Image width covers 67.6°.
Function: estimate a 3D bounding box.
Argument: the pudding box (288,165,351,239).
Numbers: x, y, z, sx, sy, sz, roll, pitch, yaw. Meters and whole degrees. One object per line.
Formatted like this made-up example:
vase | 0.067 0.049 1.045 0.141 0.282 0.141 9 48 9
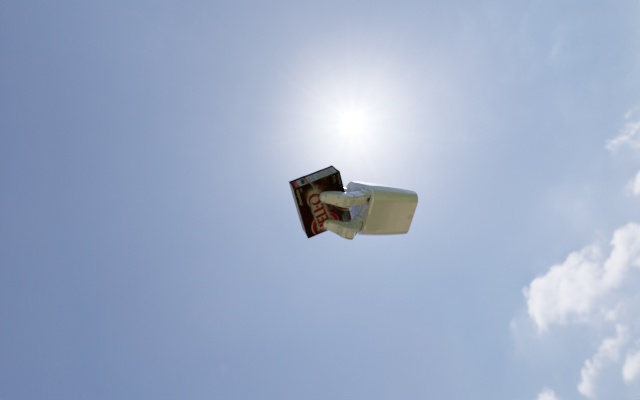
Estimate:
pudding box | 0.000 0.003 0.864 0.090 0.114 0.039 -22 30 -11
